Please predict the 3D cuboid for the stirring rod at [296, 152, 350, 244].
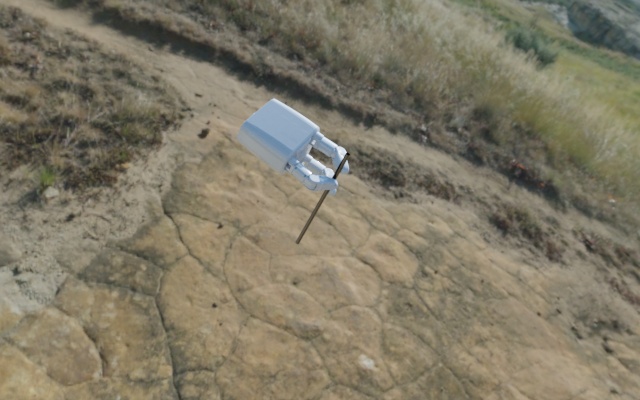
[{"bbox_3d":[0.000,0.003,0.889,0.011,0.011,0.240,0,-43,-32],"label":"stirring rod"}]
